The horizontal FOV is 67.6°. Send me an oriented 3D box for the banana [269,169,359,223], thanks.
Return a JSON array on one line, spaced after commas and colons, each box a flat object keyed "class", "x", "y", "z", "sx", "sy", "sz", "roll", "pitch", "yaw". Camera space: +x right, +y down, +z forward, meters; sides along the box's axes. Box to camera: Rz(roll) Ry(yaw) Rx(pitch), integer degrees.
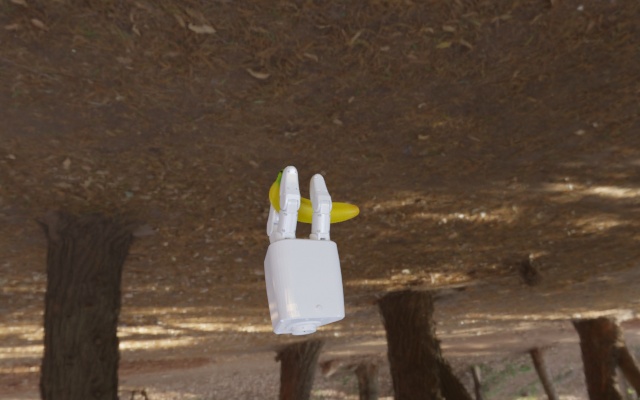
[{"class": "banana", "x": -0.017, "y": 0.009, "z": 0.739, "sx": 0.069, "sy": 0.037, "sz": 0.198, "roll": -26, "pitch": -29, "yaw": 29}]
